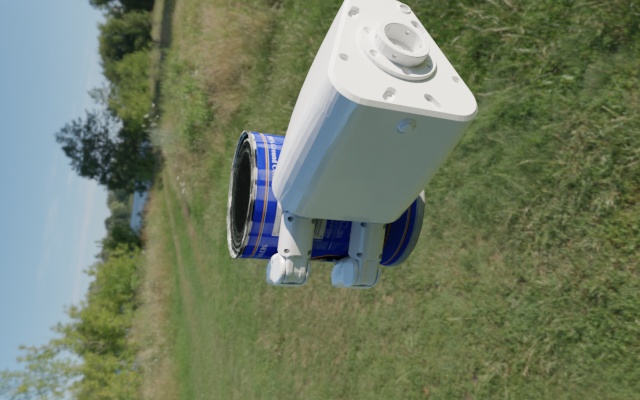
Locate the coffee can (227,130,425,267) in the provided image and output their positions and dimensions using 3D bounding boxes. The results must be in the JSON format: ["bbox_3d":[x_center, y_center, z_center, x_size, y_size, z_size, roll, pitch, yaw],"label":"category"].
[{"bbox_3d":[0.000,0.001,0.402,0.140,0.103,0.103,5,-2,-19],"label":"coffee can"}]
